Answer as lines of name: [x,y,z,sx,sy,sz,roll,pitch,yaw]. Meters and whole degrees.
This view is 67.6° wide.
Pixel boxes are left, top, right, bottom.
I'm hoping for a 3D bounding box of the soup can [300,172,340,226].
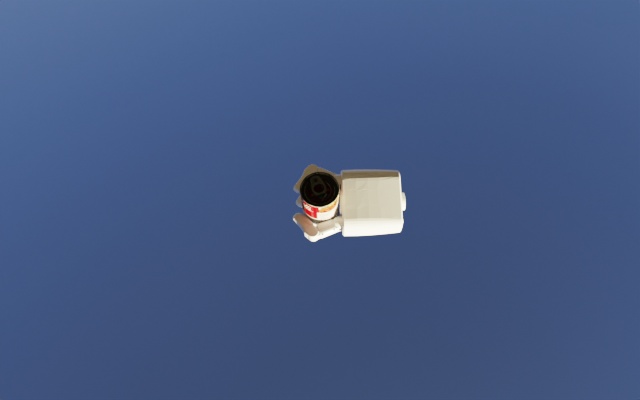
soup can: [0.000,0.003,0.850,0.068,0.068,0.102,0,-26,2]
